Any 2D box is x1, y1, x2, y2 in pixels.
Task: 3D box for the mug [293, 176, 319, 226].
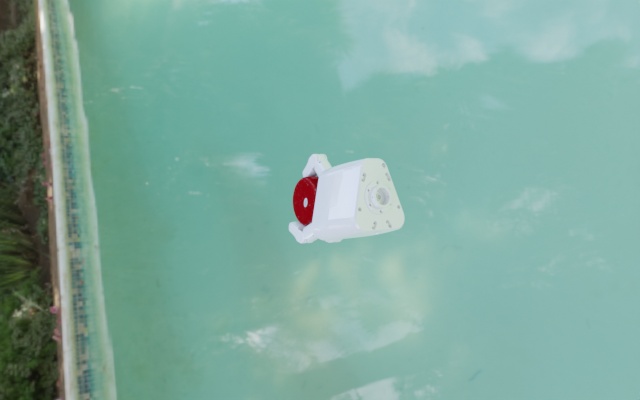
[{"bbox_3d":[-0.001,0.003,0.810,0.081,0.093,0.117,-1,-8,-34],"label":"mug"}]
